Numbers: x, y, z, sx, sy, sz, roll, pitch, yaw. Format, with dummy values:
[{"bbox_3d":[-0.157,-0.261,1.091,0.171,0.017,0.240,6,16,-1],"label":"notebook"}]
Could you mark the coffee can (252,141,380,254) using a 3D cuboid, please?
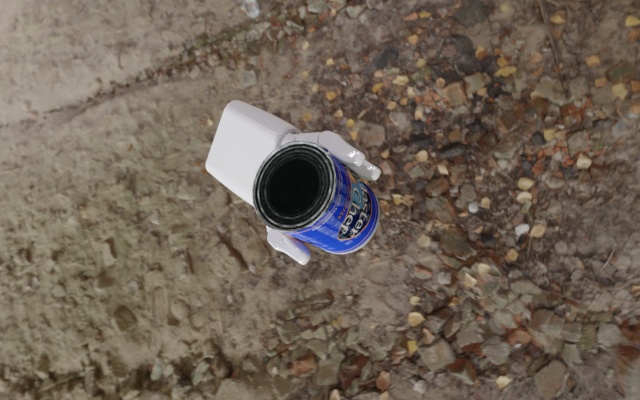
[{"bbox_3d":[0.000,0.002,0.568,0.103,0.102,0.140,0,-15,26],"label":"coffee can"}]
